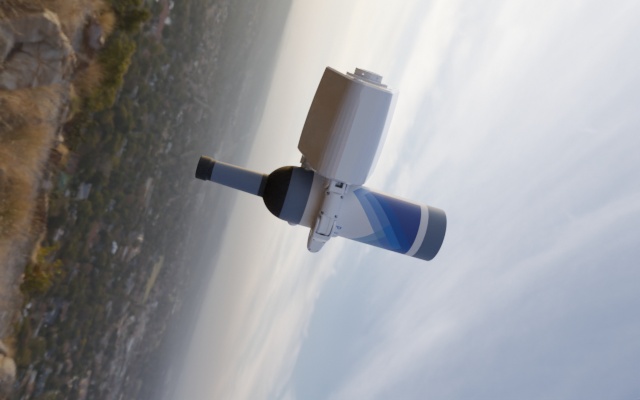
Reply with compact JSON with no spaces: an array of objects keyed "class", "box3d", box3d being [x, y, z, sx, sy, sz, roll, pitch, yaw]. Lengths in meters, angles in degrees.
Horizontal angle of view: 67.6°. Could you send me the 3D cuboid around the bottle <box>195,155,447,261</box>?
[{"class":"bottle","box3d":[0.000,0.002,0.567,0.296,0.069,0.069,16,-2,-8]}]
